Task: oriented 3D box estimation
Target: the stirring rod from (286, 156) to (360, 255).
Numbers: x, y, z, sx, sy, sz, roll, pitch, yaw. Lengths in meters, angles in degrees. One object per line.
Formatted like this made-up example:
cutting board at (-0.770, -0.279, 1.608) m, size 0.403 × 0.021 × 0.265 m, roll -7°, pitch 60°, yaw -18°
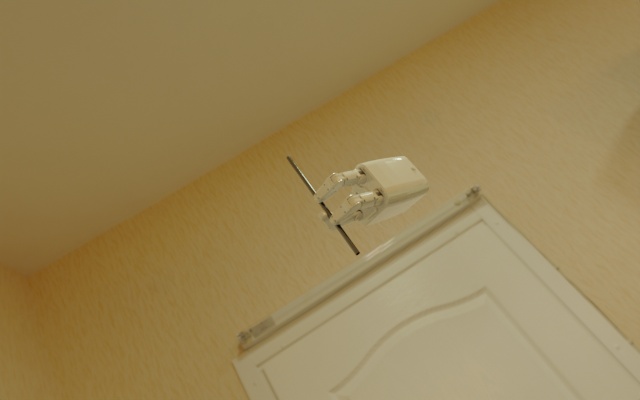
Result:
stirring rod at (0.000, 0.003, 0.832) m, size 0.011 × 0.011 × 0.239 m, roll 0°, pitch 44°, yaw -44°
